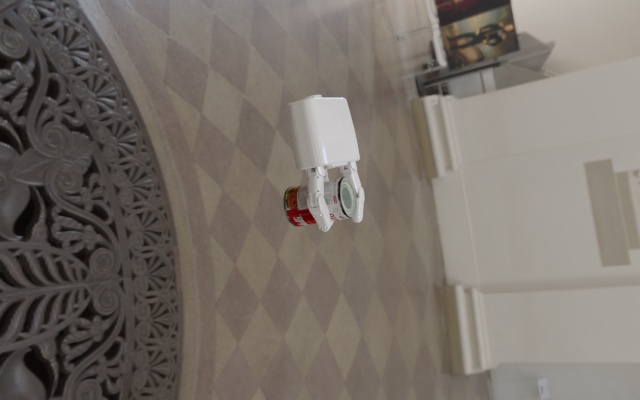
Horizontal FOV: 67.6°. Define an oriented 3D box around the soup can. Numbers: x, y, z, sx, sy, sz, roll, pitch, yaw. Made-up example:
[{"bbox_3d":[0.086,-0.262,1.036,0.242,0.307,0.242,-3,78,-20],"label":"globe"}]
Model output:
[{"bbox_3d":[0.000,0.003,0.779,0.102,0.068,0.068,-10,-4,26],"label":"soup can"}]
